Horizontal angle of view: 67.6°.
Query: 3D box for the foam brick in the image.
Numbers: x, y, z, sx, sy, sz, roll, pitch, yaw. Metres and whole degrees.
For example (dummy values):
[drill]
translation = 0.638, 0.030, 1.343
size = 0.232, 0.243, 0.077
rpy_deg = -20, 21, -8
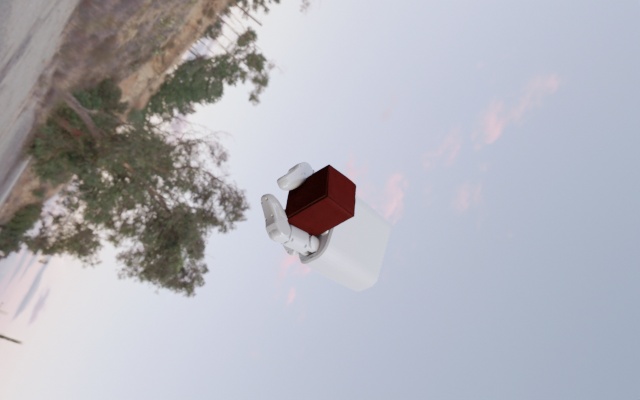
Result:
[foam brick]
translation = 0.000, 0.002, 0.596
size = 0.051, 0.053, 0.078
rpy_deg = 35, -46, -30
